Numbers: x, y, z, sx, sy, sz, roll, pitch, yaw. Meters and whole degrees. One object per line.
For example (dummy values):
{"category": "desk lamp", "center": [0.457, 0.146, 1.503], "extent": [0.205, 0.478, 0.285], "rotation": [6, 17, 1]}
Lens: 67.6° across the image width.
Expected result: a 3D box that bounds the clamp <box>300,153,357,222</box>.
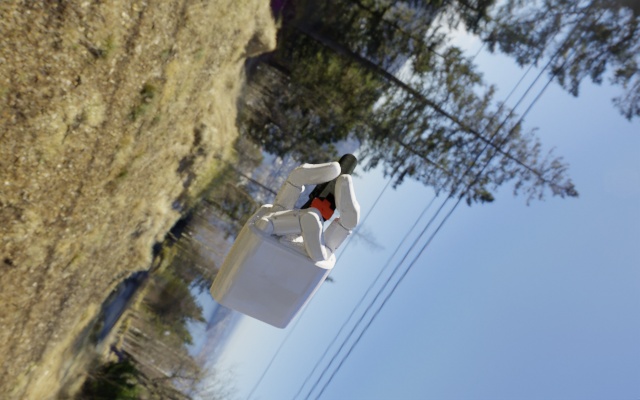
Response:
{"category": "clamp", "center": [0.001, 0.002, 0.619], "extent": [0.039, 0.120, 0.171], "rotation": [34, 19, 0]}
